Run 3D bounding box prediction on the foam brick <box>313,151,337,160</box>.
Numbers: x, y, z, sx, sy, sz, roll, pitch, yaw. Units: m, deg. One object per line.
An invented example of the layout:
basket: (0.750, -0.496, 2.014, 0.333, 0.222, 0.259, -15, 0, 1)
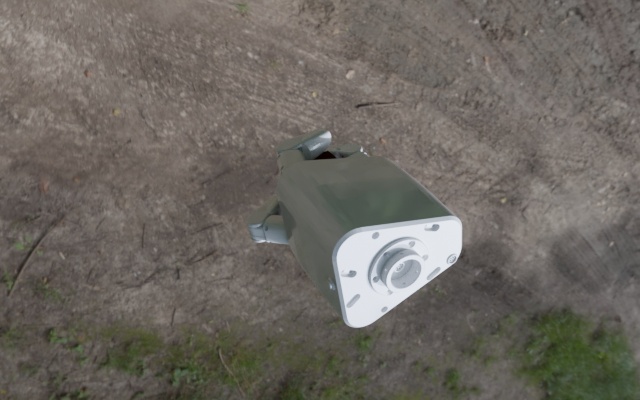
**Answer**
foam brick: (0.000, 0.002, 0.463, 0.053, 0.078, 0.051, -21, 35, -15)
